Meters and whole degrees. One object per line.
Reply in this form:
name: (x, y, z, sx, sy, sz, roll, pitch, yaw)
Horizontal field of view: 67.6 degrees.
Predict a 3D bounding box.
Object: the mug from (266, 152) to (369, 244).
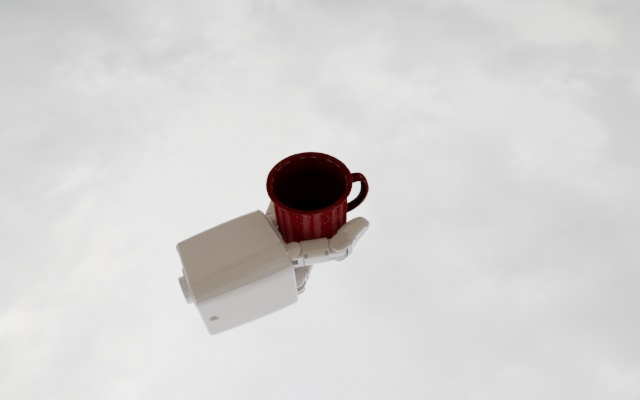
mug: (0.001, 0.001, 0.542, 0.117, 0.093, 0.082, -20, -39, -14)
